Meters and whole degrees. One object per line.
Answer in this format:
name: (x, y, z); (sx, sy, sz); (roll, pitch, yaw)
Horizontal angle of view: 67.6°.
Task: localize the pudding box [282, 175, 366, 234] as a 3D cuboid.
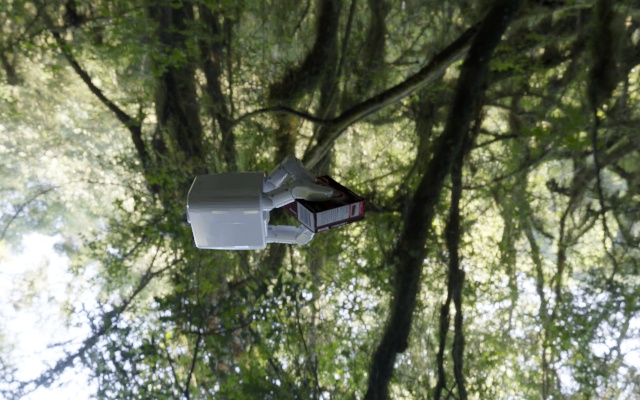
pudding box: (0.000, 0.003, 0.724); (0.090, 0.039, 0.113); (-15, 32, -27)
